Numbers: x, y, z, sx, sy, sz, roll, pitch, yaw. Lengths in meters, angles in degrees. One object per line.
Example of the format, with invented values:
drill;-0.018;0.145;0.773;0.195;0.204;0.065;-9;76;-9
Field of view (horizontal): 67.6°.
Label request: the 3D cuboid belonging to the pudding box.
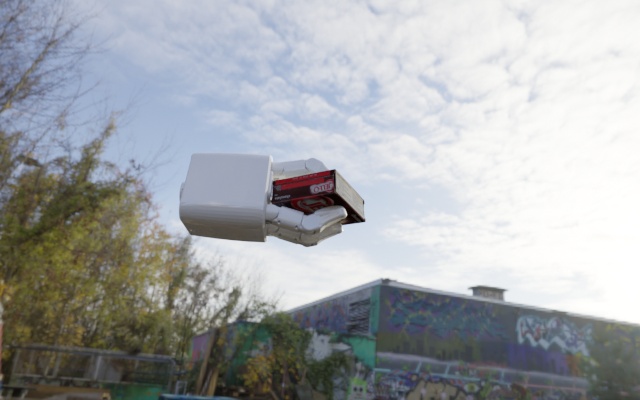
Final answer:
pudding box;0.000;0.002;0.635;0.090;0.039;0.113;-9;-22;23
